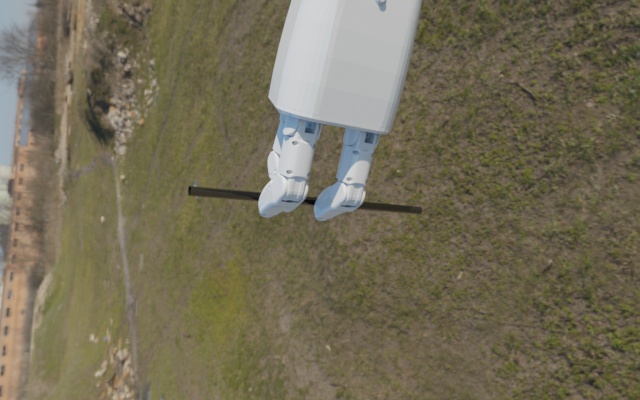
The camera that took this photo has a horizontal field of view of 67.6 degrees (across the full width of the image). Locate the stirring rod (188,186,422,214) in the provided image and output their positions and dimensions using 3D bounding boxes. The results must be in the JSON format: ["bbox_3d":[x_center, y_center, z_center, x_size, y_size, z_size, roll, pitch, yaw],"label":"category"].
[{"bbox_3d":[0.000,0.001,0.437,0.239,0.011,0.011,5,-3,-30],"label":"stirring rod"}]
